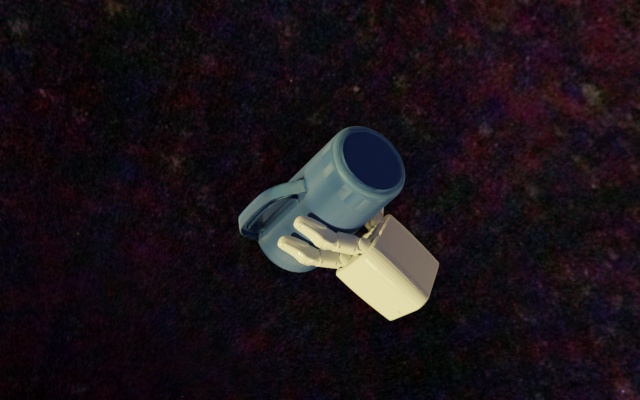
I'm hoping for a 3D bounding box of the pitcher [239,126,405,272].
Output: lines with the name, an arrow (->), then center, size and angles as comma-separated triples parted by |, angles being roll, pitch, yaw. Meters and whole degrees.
pitcher -> 0.000, 0.002, 0.677 | 0.149, 0.145, 0.243 | -50, 3, -39
